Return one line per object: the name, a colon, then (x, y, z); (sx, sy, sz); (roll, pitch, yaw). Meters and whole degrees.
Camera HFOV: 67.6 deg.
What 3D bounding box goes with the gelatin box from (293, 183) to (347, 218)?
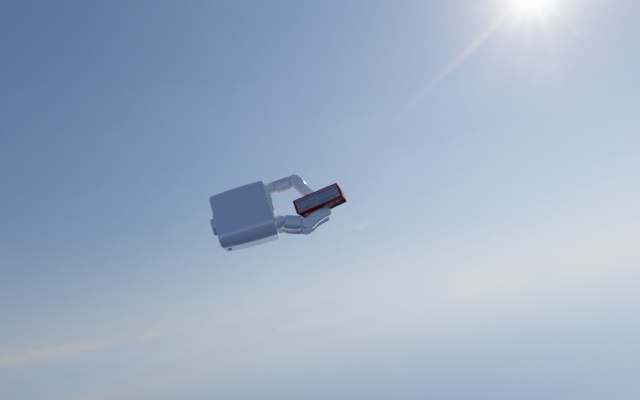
gelatin box: (0.000, 0.002, 0.885); (0.089, 0.030, 0.073); (-24, -13, 6)
